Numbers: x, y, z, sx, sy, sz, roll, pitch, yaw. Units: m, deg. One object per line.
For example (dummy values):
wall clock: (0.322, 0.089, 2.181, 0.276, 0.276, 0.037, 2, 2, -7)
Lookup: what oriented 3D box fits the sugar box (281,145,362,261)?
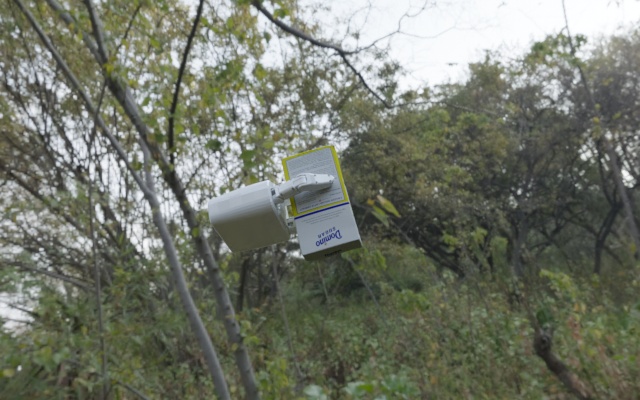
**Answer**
sugar box: (0.000, 0.003, 0.766, 0.093, 0.176, 0.048, -16, -24, 5)
